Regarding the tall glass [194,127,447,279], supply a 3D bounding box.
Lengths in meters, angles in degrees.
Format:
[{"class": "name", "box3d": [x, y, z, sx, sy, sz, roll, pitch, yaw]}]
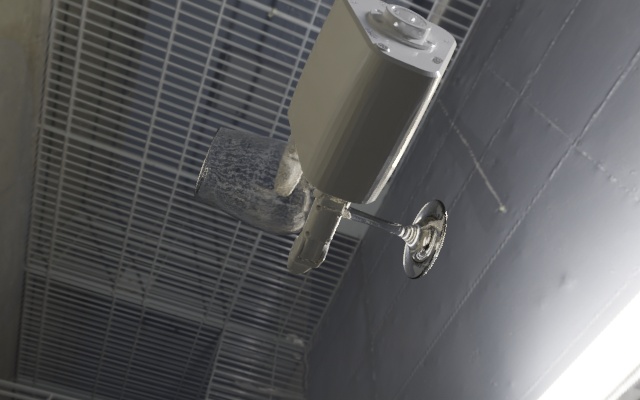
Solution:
[{"class": "tall glass", "box3d": [0.001, 0.002, 0.407, 0.201, 0.079, 0.079, 19, -3, -9]}]
